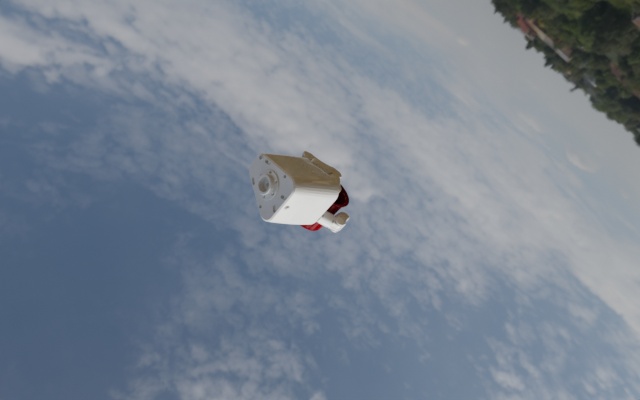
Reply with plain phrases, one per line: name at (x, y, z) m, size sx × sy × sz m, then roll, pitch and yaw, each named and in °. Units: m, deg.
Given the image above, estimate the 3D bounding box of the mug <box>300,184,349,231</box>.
mug at (0.001, 0.003, 0.897) m, size 0.117 × 0.093 × 0.081 m, roll 6°, pitch -46°, yaw -49°
